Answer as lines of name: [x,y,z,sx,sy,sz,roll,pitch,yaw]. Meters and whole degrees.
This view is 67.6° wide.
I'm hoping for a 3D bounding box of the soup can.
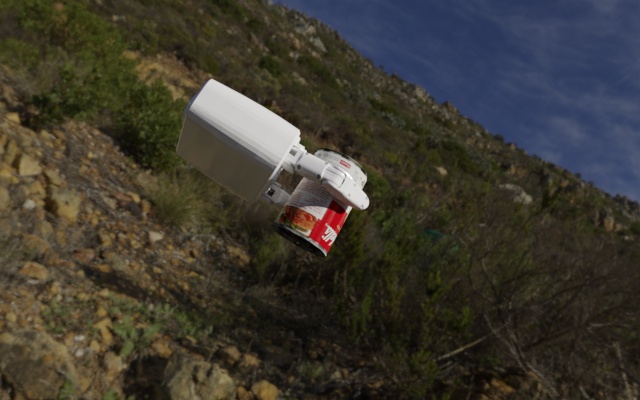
soup can: [0.001,0.002,0.529,0.068,0.102,0.068,28,-15,8]
